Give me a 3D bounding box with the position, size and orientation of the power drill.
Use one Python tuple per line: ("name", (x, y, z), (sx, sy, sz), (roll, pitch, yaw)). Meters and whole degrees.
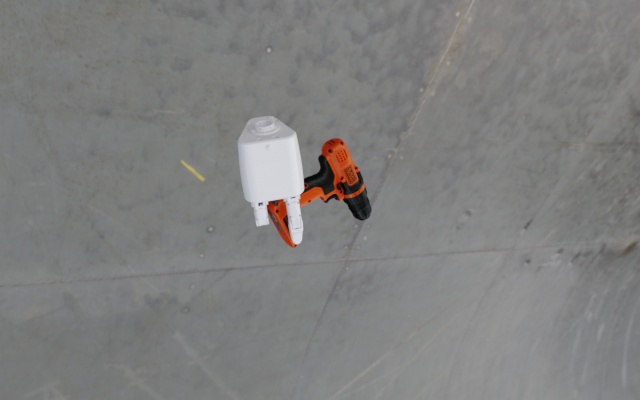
("power drill", (0.000, 0.003, 0.884), (0.187, 0.184, 0.057), (-37, 32, -16))
